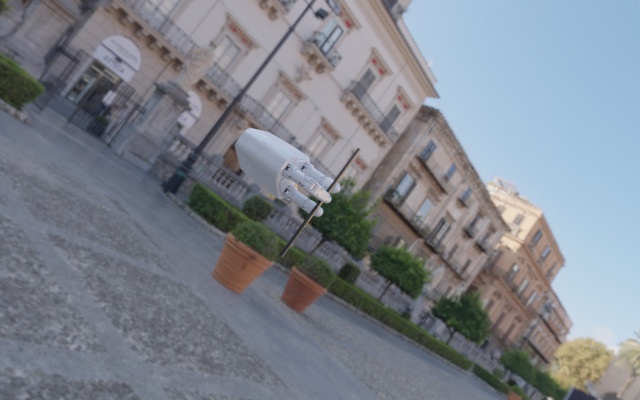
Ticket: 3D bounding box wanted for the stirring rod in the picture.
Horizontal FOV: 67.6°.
[{"bbox_3d":[0.000,0.003,0.862,0.011,0.239,0.011,36,-4,3],"label":"stirring rod"}]
